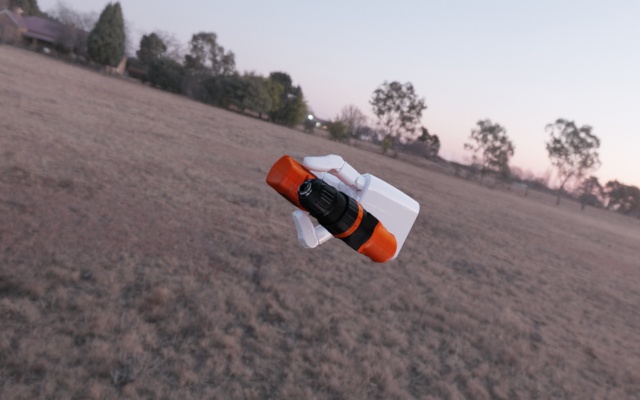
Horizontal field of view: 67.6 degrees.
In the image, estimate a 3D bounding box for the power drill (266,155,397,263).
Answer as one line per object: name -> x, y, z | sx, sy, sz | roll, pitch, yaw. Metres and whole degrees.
power drill -> 0.000, 0.002, 0.647 | 0.184, 0.057, 0.187 | 40, -1, -41
